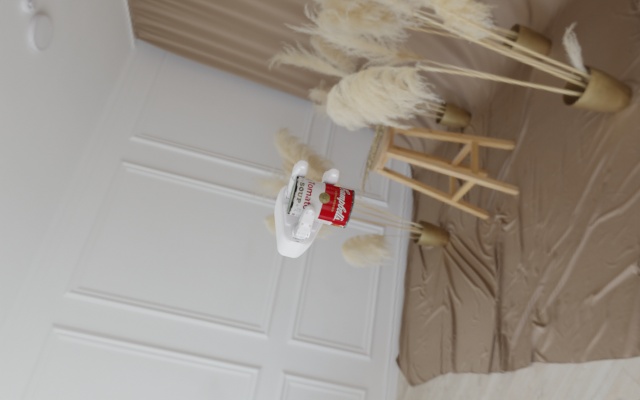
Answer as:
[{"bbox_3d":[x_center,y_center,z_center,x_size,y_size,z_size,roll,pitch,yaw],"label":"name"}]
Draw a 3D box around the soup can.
[{"bbox_3d":[0.000,0.003,0.809,0.102,0.068,0.068,14,-2,-8],"label":"soup can"}]
